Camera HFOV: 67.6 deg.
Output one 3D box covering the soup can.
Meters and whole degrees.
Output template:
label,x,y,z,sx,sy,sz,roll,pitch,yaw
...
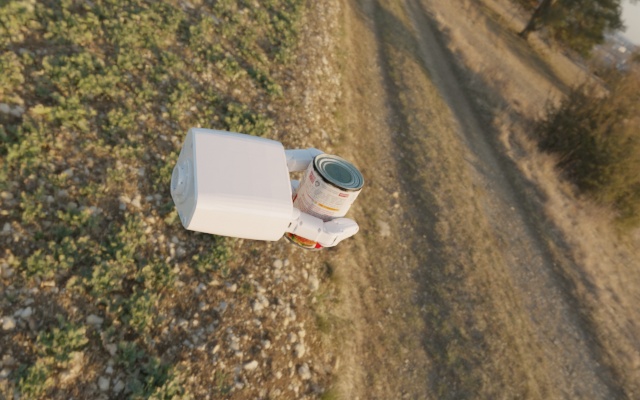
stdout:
label,x,y,z,sx,sy,sz,roll,pitch,yaw
soup can,0.001,0.002,0.579,0.068,0.102,0.068,21,34,-15
